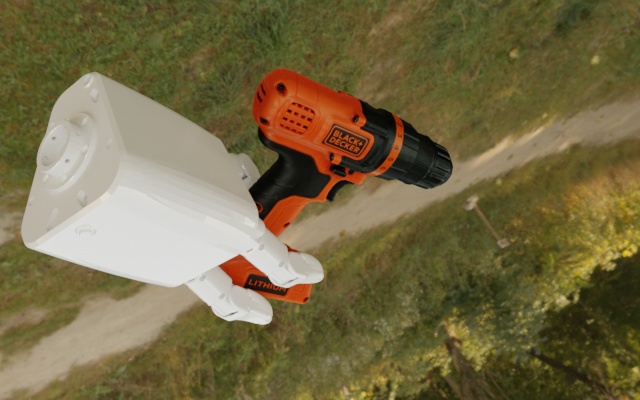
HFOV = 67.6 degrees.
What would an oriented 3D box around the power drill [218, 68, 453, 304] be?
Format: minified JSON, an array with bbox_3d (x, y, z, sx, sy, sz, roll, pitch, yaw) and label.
[{"bbox_3d":[0.000,0.002,0.402,0.184,0.188,0.057,19,26,-29],"label":"power drill"}]
